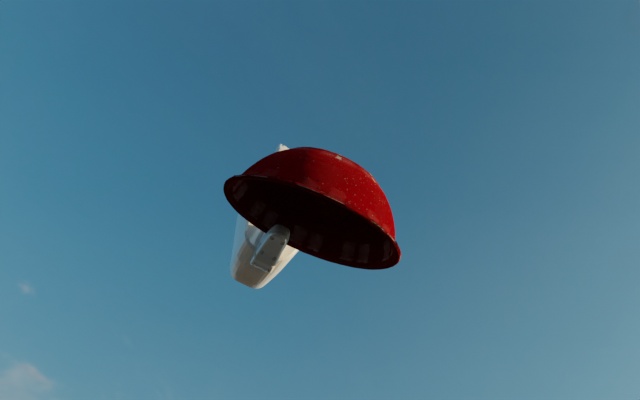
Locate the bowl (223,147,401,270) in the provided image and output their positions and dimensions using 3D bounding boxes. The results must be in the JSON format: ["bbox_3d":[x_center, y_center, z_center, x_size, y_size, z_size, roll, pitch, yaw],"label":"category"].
[{"bbox_3d":[0.001,0.001,0.416,0.162,0.055,0.162,20,-21,8],"label":"bowl"}]
